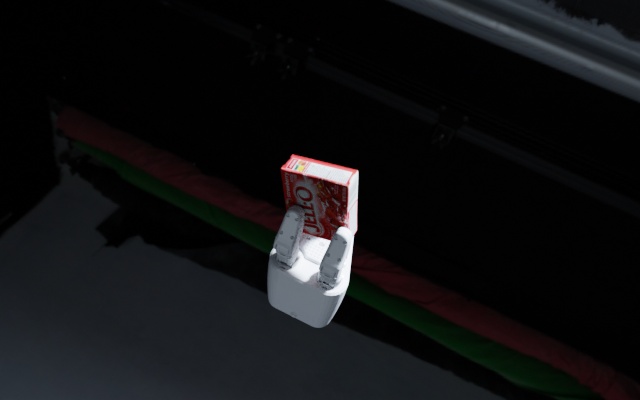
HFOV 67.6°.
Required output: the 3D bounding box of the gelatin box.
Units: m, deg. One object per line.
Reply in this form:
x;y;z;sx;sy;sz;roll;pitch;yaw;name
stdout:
0.000;0.001;0.498;0.073;0.089;0.030;16;46;19;gelatin box
